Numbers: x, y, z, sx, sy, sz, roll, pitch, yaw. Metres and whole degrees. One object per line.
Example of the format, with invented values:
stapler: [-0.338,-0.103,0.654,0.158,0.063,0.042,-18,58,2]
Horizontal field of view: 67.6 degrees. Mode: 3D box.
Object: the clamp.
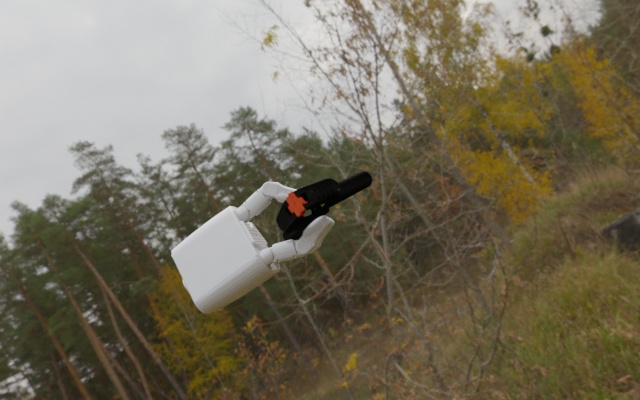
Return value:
clamp: [-0.001,0.002,0.646,0.164,0.036,0.210,-37,-9,2]
